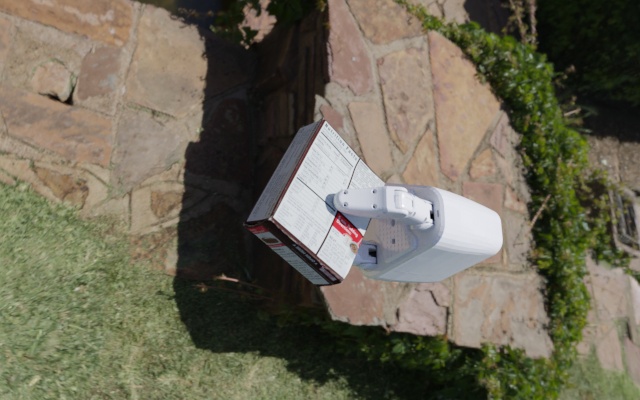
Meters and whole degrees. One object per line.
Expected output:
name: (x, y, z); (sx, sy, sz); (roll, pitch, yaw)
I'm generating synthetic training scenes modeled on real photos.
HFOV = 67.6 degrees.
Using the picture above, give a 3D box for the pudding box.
pudding box: (0.000, 0.001, 0.402); (0.039, 0.113, 0.090); (-17, -52, 46)
